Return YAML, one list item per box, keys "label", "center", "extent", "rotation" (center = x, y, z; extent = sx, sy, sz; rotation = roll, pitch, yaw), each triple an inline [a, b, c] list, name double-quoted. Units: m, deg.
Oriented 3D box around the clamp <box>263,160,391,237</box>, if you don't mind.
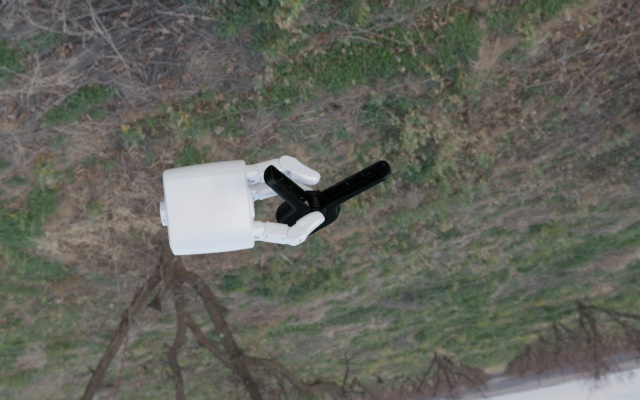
- label: "clamp"
  center: [0.000, 0.003, 0.668]
  extent: [0.164, 0.036, 0.210]
  rotation: [-6, -25, -11]
